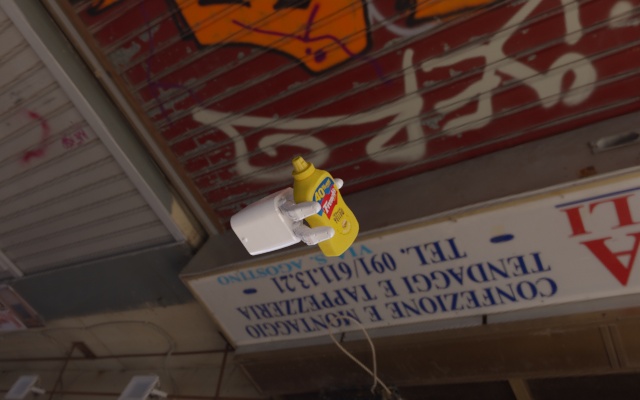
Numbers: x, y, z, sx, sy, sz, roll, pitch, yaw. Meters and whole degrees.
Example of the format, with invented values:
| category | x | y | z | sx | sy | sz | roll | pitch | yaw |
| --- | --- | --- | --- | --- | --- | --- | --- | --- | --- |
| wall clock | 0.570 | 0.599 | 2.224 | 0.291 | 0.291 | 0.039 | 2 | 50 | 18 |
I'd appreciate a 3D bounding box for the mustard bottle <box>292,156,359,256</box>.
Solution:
| category | x | y | z | sx | sy | sz | roll | pitch | yaw |
| --- | --- | --- | --- | --- | --- | --- | --- | --- | --- |
| mustard bottle | 0.001 | 0.003 | 0.873 | 0.058 | 0.192 | 0.096 | -6 | 33 | 42 |
